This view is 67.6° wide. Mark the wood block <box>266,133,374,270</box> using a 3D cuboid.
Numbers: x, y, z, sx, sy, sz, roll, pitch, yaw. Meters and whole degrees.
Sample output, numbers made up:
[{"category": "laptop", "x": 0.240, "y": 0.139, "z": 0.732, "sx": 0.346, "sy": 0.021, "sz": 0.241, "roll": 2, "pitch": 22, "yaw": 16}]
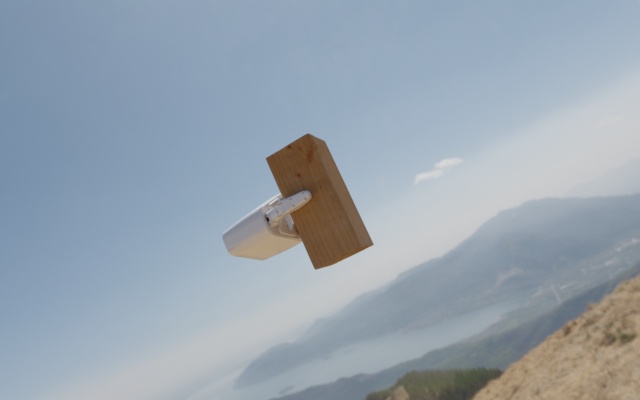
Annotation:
[{"category": "wood block", "x": 0.000, "y": 0.003, "z": 0.813, "sx": 0.090, "sy": 0.206, "sz": 0.091, "roll": -28, "pitch": -11, "yaw": 17}]
